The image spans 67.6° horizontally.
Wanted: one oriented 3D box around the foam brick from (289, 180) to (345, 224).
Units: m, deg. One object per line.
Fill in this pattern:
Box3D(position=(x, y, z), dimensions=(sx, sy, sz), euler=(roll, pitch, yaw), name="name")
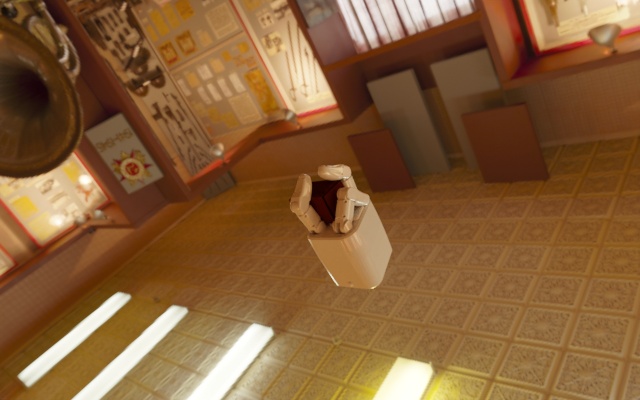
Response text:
Box3D(position=(0.000, 0.002, 0.761), dimensions=(0.078, 0.051, 0.053), euler=(-4, 33, 45), name="foam brick")
